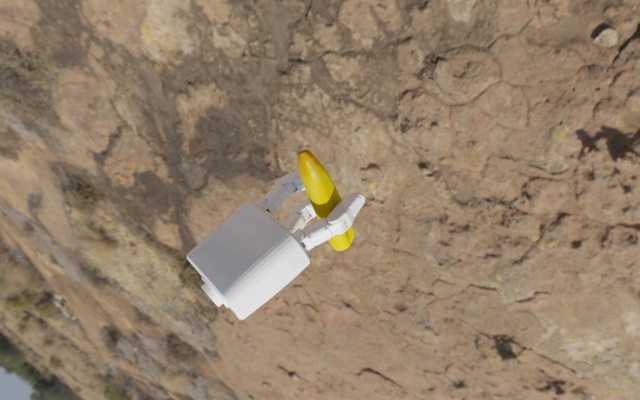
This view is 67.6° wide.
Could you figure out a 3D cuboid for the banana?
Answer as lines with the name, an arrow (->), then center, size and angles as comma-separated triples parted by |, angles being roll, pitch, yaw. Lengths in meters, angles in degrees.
banana -> 0.011, 0.016, 0.622 | 0.037, 0.069, 0.198 | -34, -35, -8
